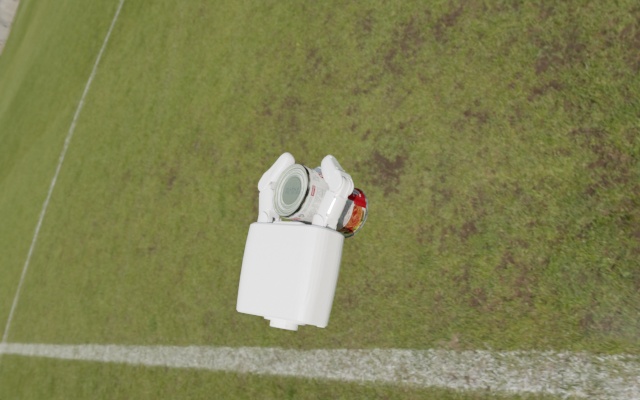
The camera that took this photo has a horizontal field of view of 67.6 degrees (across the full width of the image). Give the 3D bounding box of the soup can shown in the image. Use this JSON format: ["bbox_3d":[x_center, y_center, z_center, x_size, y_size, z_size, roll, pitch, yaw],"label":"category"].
[{"bbox_3d":[0.000,0.001,0.588,0.102,0.068,0.068,21,-14,-39],"label":"soup can"}]
